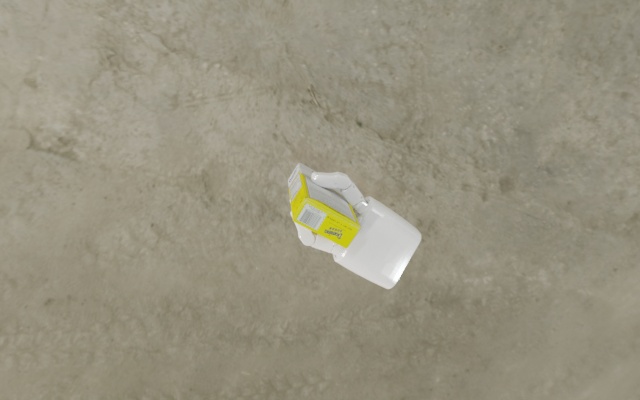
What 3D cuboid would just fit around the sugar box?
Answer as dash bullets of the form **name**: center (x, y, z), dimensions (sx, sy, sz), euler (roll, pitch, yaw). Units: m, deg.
- **sugar box**: center (0.000, 0.003, 0.740), dimensions (0.093, 0.048, 0.176), euler (29, 12, -15)
